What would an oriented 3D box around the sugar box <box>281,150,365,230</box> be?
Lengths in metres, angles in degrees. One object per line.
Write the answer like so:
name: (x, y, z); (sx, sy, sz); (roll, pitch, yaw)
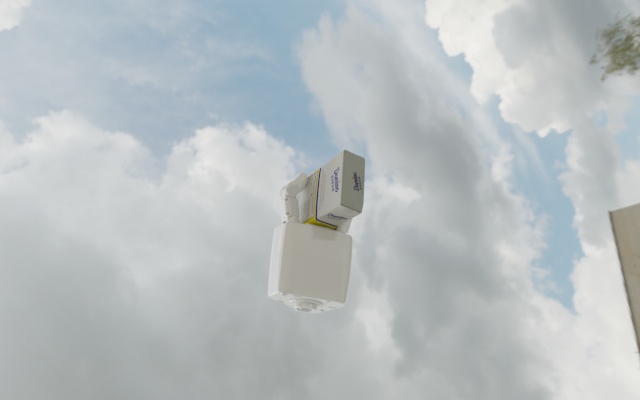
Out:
sugar box: (0.001, 0.003, 0.737); (0.048, 0.093, 0.176); (21, -31, -29)
